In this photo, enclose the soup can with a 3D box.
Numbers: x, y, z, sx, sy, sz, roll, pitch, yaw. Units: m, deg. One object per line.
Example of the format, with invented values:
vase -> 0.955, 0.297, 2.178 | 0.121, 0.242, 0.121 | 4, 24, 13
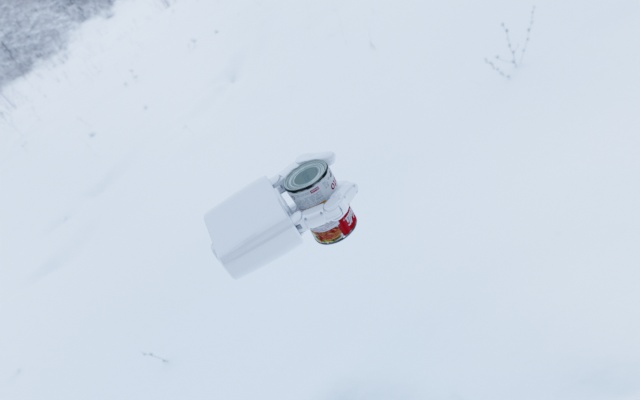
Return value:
soup can -> 0.000, 0.002, 0.658 | 0.068, 0.102, 0.068 | -21, 33, 14
